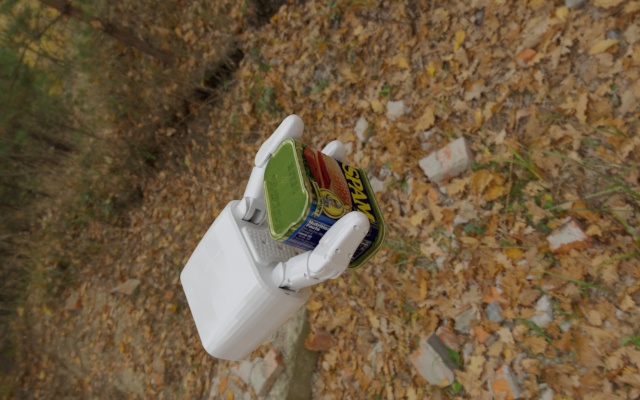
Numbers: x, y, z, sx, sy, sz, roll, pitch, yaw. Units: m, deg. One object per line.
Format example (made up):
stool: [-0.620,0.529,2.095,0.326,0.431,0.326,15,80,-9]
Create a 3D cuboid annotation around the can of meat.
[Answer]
can of meat: [0.000,0.001,0.416,0.084,0.102,0.057,22,-55,-33]
